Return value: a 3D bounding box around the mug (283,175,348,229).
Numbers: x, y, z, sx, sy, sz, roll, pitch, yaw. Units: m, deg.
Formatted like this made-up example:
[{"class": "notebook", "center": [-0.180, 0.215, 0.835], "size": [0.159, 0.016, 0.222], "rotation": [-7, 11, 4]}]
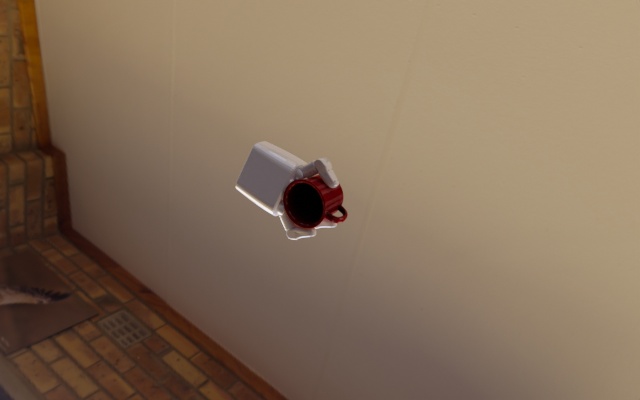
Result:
[{"class": "mug", "center": [0.001, 0.004, 0.893], "size": [0.117, 0.093, 0.081], "rotation": [32, 29, 21]}]
